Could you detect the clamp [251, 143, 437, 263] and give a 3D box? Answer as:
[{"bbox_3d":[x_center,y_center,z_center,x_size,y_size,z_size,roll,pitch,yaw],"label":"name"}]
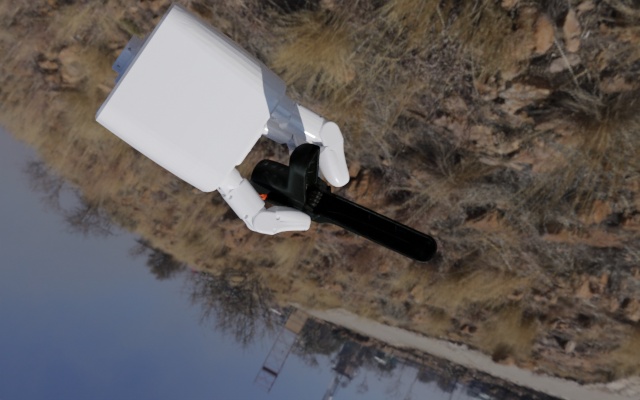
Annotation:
[{"bbox_3d":[-0.001,0.002,0.453,0.164,0.036,0.210,35,-13,-26],"label":"clamp"}]
